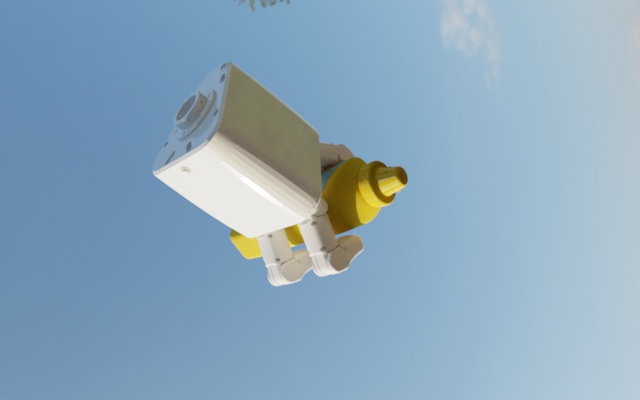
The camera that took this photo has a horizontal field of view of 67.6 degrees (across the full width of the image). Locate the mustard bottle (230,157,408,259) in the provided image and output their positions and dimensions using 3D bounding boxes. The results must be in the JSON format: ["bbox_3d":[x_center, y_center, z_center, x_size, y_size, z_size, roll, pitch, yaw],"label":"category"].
[{"bbox_3d":[0.000,0.002,0.467,0.192,0.058,0.096,-19,22,40],"label":"mustard bottle"}]
